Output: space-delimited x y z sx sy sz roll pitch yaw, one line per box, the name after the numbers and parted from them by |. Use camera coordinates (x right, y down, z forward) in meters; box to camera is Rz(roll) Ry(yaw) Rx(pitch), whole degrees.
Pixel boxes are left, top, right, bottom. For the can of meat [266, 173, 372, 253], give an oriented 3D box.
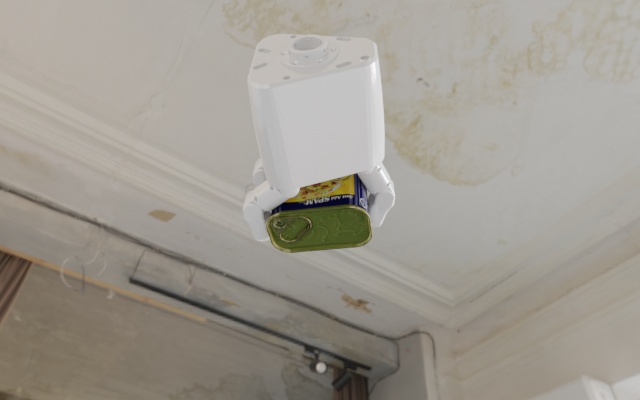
0.000 0.001 0.494 0.102 0.057 0.083 -6 44 8 | can of meat
